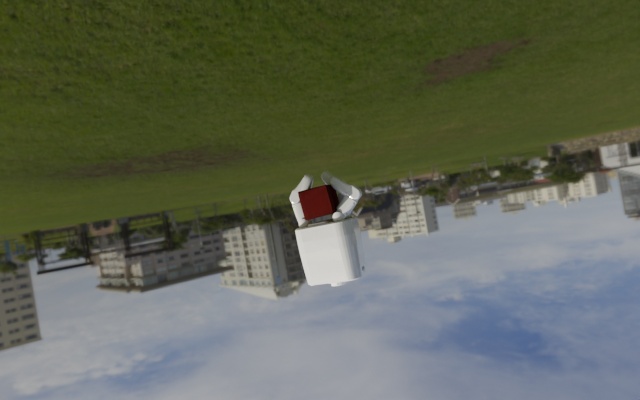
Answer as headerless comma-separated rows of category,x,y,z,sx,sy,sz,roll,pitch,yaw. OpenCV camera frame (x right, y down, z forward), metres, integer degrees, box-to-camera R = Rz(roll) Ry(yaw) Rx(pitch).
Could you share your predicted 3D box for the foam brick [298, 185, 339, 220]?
foam brick,0.000,0.003,0.843,0.053,0.051,0.078,-14,-2,14
